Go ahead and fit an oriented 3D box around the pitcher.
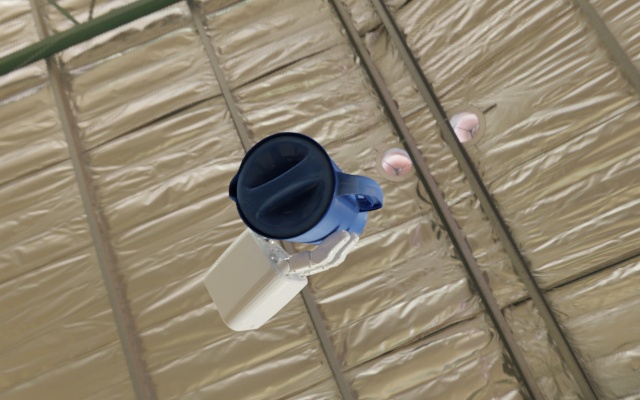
[{"bbox_3d":[0.000,0.002,0.675,0.149,0.145,0.243,45,6,21],"label":"pitcher"}]
